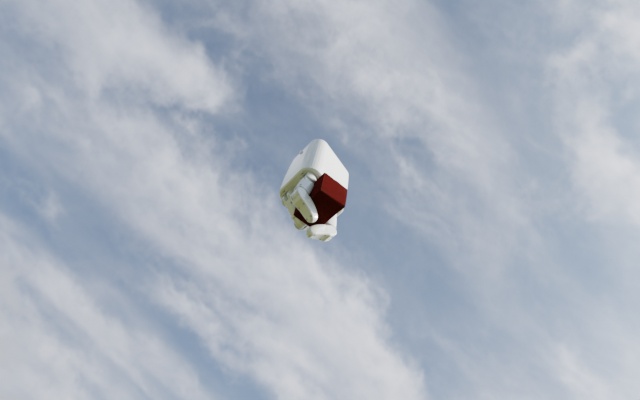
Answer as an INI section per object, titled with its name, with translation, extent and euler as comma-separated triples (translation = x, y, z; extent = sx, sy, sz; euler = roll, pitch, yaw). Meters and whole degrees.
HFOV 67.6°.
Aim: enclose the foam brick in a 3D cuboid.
[foam brick]
translation = 0.000, 0.003, 0.799
extent = 0.053, 0.051, 0.078
euler = 37, -54, -17
